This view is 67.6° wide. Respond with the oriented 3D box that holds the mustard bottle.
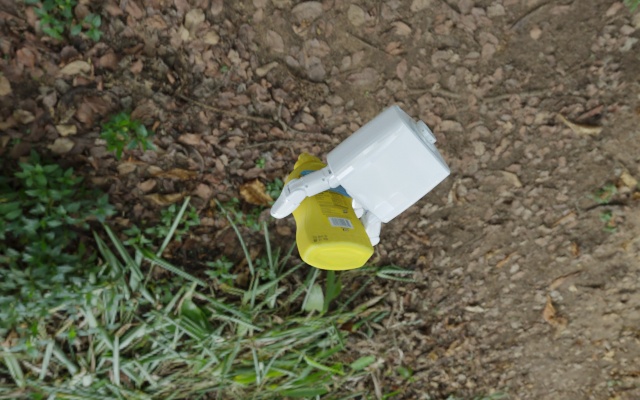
[{"bbox_3d":[0.000,0.003,0.651,0.096,0.191,0.058,8,-47,-28],"label":"mustard bottle"}]
